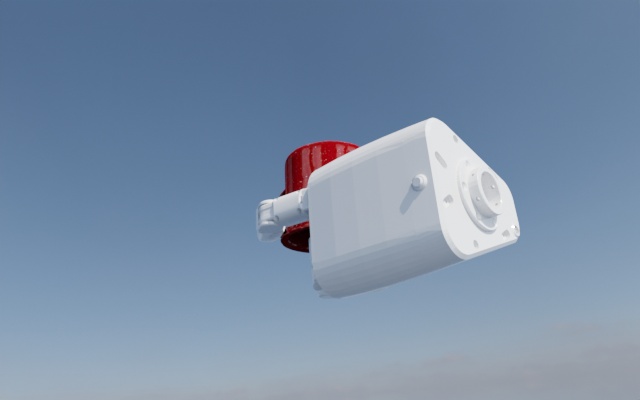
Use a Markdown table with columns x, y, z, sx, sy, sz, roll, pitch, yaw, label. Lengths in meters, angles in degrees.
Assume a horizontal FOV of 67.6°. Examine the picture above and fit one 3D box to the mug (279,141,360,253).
| x | y | z | sx | sy | sz | roll | pitch | yaw | label |
| --- | --- | --- | --- | --- | --- | --- | --- | --- | --- |
| -0.001 | 0.002 | 0.449 | 0.117 | 0.081 | 0.093 | -22 | -27 | 39 | mug |
